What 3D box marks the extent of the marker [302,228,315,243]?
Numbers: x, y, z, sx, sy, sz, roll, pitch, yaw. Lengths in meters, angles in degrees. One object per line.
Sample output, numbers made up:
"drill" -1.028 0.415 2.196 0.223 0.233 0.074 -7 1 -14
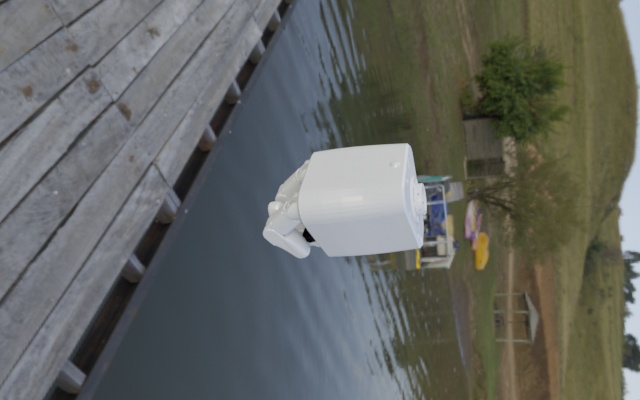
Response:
"marker" 0.000 0.002 0.560 0.020 0.020 0.121 0 43 16
